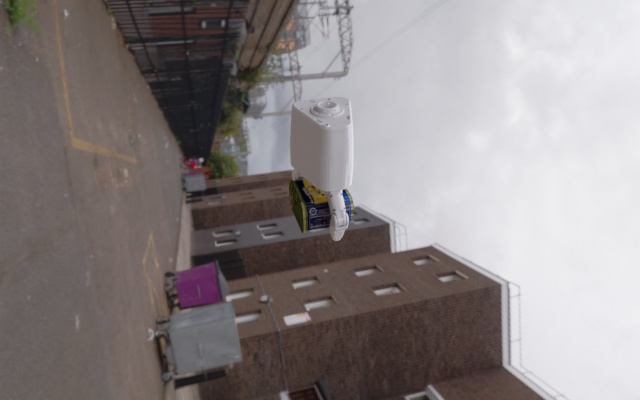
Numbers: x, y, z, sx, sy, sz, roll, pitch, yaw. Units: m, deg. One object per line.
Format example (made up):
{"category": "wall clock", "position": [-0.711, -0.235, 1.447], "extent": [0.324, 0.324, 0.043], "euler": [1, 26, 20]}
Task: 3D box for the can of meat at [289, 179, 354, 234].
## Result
{"category": "can of meat", "position": [0.000, 0.003, 0.781], "extent": [0.084, 0.057, 0.102], "euler": [-9, 34, -13]}
